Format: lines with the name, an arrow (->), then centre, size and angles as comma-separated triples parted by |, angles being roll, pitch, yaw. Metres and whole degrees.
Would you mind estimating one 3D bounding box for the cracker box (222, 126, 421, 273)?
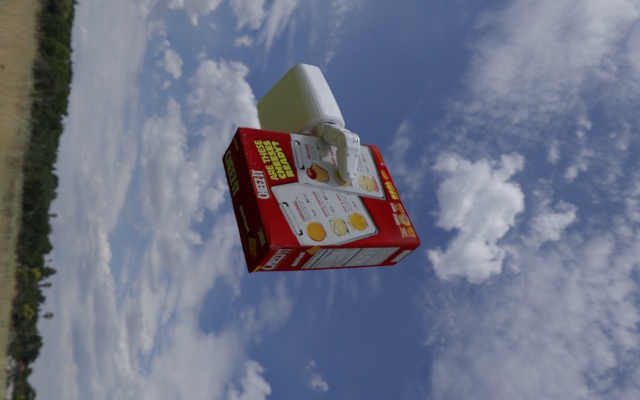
cracker box -> 0.000, 0.002, 0.595 | 0.214, 0.164, 0.072 | 2, -35, -33
